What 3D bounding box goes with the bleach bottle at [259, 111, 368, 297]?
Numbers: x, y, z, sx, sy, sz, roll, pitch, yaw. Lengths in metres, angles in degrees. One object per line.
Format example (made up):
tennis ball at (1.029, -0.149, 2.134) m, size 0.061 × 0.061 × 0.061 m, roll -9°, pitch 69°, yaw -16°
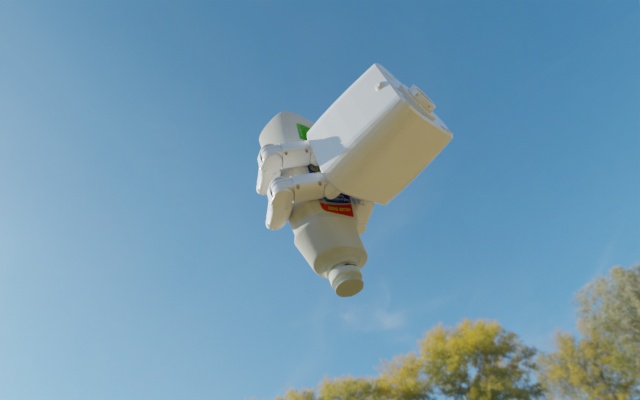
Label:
bleach bottle at (0.000, 0.002, 0.537) m, size 0.102 × 0.250 × 0.068 m, roll 27°, pitch -62°, yaw -37°
